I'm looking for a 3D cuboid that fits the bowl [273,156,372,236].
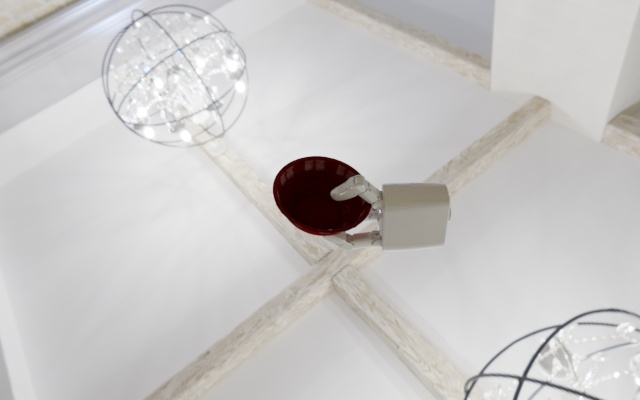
[{"bbox_3d":[-0.001,0.002,0.781,0.162,0.162,0.055,0,-39,-12],"label":"bowl"}]
